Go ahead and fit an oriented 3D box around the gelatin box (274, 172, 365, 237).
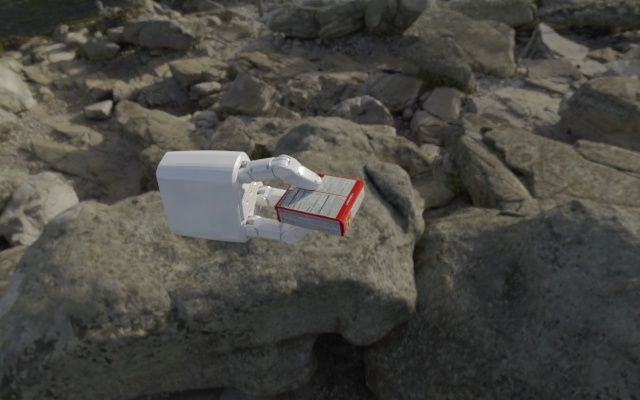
[{"bbox_3d":[0.000,0.002,0.580,0.089,0.030,0.073,10,45,23],"label":"gelatin box"}]
